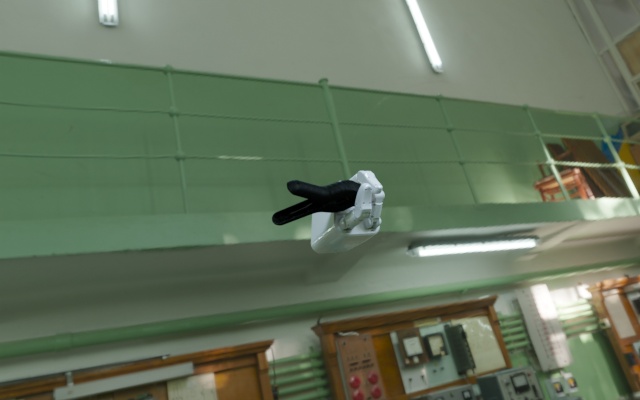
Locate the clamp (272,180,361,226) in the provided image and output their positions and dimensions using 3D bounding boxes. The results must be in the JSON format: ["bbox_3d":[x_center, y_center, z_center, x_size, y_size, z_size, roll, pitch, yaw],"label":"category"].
[{"bbox_3d":[0.000,0.002,0.811,0.171,0.039,0.120,0,-26,-31],"label":"clamp"}]
